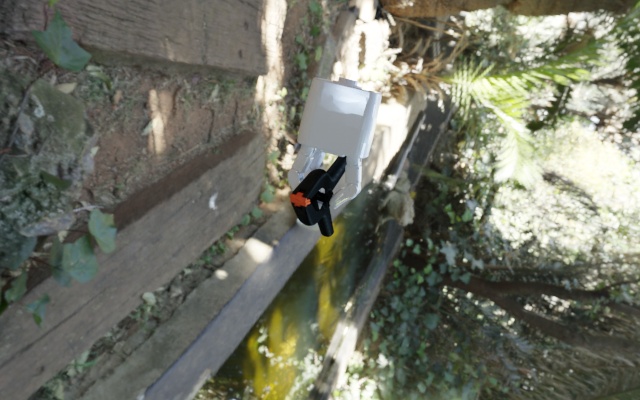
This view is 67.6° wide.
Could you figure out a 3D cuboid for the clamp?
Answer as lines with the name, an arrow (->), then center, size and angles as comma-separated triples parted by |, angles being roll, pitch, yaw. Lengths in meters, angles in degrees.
clamp -> 0.001, 0.003, 0.808 | 0.036, 0.164, 0.210 | 16, 15, 18
